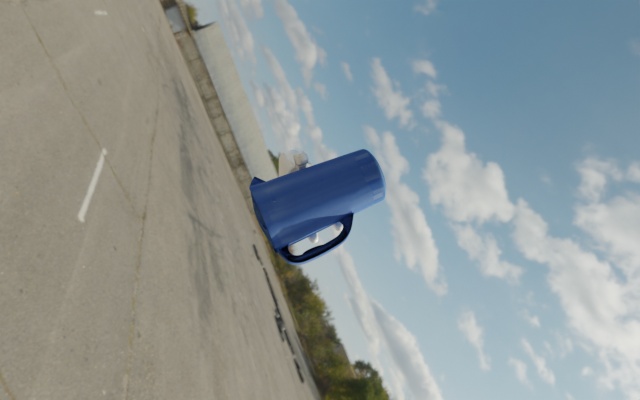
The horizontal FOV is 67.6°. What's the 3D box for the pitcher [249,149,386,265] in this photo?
[{"bbox_3d":[0.000,0.003,0.897,0.243,0.149,0.145,-22,28,-9],"label":"pitcher"}]
